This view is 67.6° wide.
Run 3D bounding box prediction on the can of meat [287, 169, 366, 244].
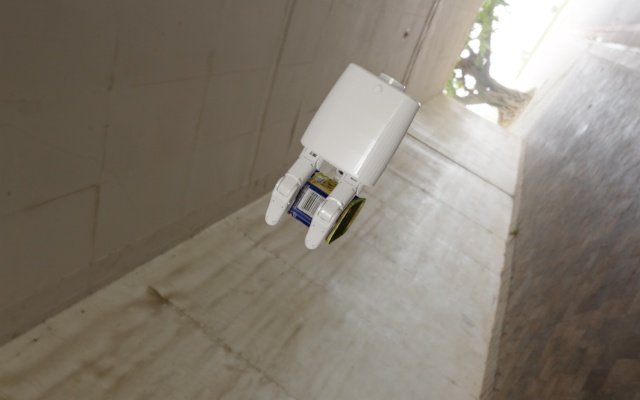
[{"bbox_3d":[0.000,0.002,0.589,0.084,0.057,0.102,34,14,11],"label":"can of meat"}]
